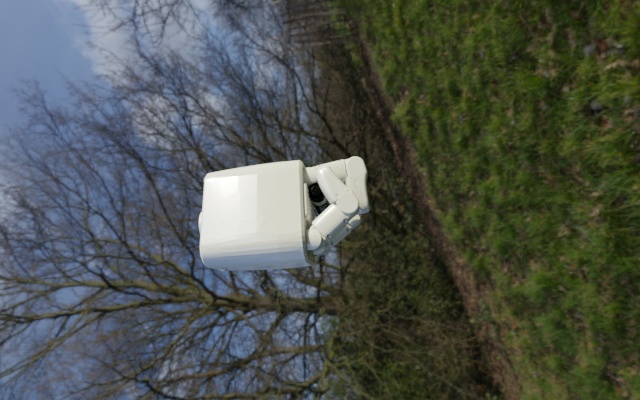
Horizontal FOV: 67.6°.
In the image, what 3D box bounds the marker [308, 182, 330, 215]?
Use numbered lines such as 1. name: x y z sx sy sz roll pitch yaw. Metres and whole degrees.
1. marker: 0.000 0.002 0.546 0.020 0.020 0.121 0 -12 5
